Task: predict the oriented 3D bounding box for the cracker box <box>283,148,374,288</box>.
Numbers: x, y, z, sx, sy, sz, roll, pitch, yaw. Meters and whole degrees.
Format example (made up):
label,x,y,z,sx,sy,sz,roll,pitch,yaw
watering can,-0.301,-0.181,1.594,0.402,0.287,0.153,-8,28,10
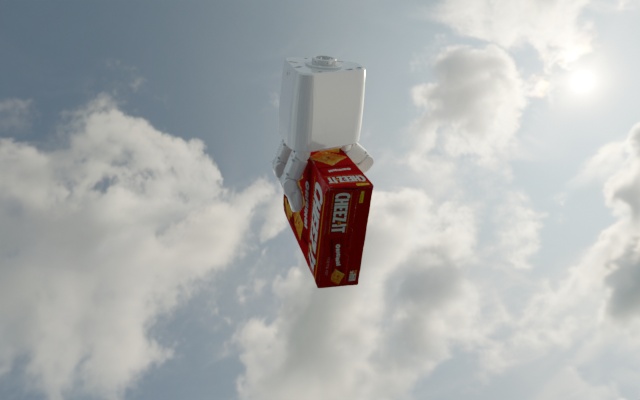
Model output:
label,x,y,z,sx,sy,sz,roll,pitch,yaw
cracker box,0.000,0.002,0.725,0.072,0.164,0.213,-4,30,-16
